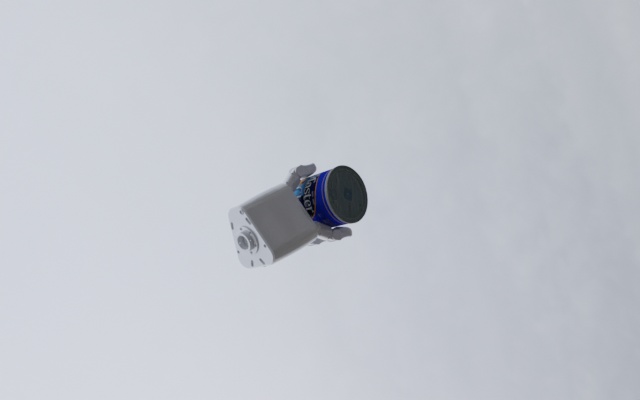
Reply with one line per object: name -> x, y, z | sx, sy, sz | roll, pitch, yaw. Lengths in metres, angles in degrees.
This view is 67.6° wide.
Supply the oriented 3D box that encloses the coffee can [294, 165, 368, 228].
coffee can -> 0.000, 0.003, 0.867 | 0.103, 0.103, 0.140 | 0, -12, -45
